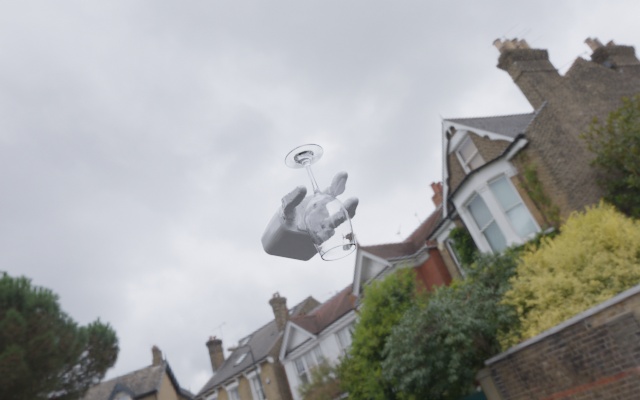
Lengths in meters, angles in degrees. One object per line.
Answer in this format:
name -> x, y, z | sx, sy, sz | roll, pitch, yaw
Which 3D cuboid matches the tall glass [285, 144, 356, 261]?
tall glass -> 0.000, 0.002, 0.833 | 0.079, 0.201, 0.079 | -16, -27, -8
